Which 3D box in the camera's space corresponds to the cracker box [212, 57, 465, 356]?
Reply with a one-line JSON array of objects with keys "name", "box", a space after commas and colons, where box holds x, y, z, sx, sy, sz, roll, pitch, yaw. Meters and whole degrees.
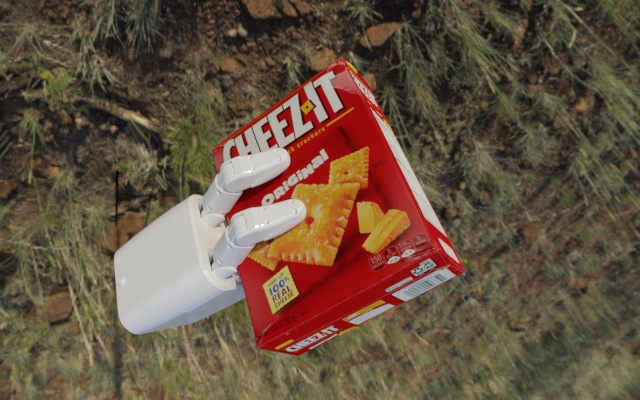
[{"name": "cracker box", "box": [0.000, 0.002, 0.422, 0.164, 0.213, 0.072, -31, -33, 17]}]
